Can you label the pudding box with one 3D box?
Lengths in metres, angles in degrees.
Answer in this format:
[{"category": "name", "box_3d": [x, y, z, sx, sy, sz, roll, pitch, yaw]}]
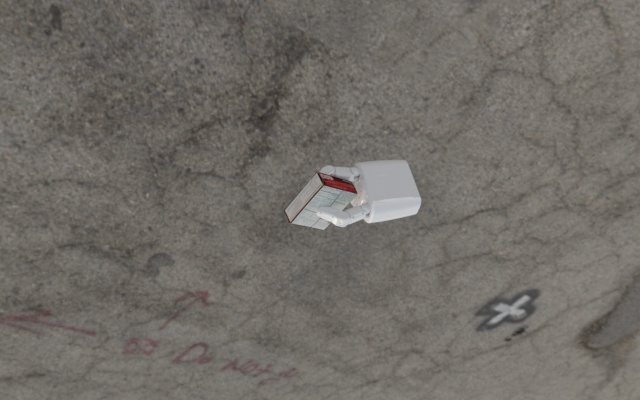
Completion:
[{"category": "pudding box", "box_3d": [0.000, 0.003, 0.890, 0.090, 0.039, 0.113, 14, -53, -40]}]
